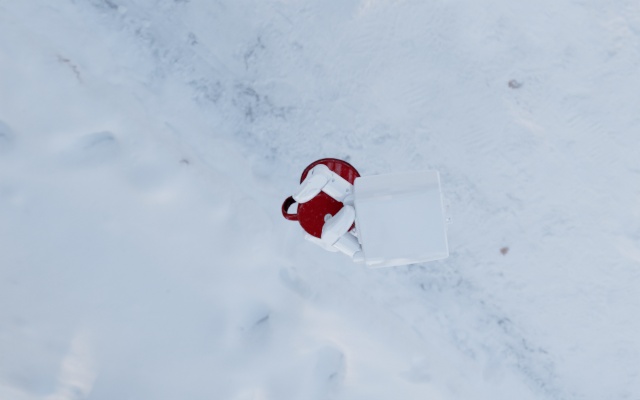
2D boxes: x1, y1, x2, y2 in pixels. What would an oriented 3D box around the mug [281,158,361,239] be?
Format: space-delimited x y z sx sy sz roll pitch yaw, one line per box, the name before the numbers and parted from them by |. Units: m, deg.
mug | -0.001 0.002 0.669 0.117 0.093 0.081 -9 33 13
